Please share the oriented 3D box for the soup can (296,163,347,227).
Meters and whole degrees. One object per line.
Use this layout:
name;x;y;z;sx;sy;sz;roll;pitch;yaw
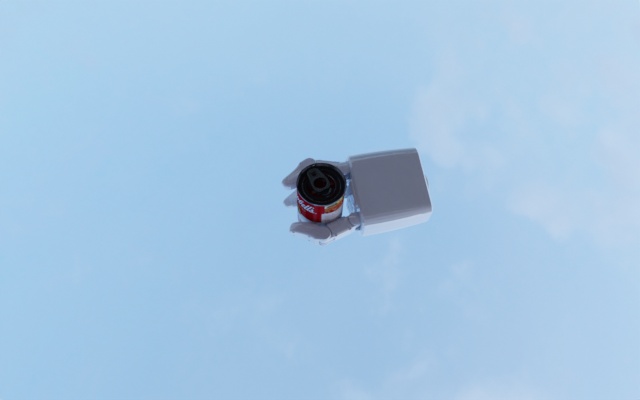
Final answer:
soup can;0.000;0.003;0.680;0.068;0.068;0.102;0;-30;-2
